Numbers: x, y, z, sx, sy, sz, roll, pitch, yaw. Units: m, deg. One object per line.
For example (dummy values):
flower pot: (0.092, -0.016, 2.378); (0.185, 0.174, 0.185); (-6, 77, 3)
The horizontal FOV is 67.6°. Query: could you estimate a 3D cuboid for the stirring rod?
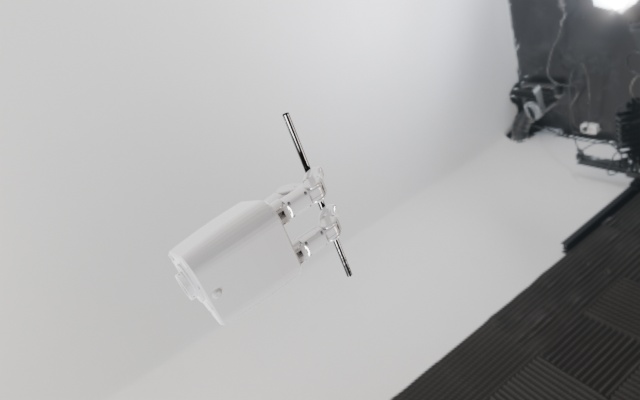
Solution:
stirring rod: (0.000, 0.002, 0.592); (0.011, 0.240, 0.011); (-17, 28, 9)
